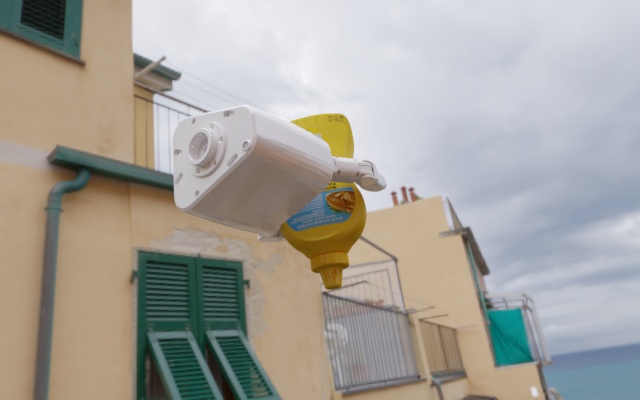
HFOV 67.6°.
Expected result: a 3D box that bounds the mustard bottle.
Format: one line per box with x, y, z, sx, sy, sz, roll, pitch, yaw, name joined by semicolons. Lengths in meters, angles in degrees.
0.000;0.002;0.526;0.096;0.191;0.058;-12;-21;9;mustard bottle
